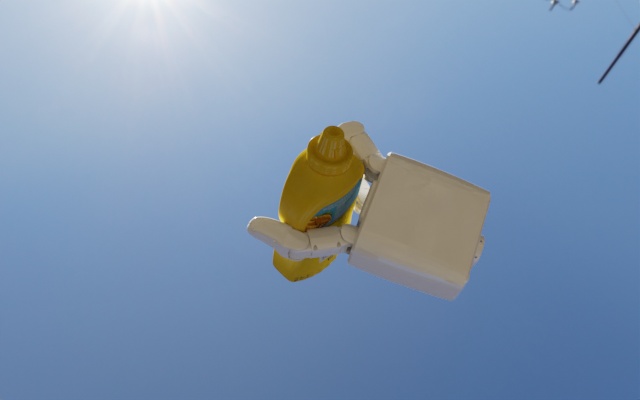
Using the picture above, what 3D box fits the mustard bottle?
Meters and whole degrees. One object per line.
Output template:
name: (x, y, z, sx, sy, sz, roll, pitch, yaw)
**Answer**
mustard bottle: (0.000, 0.002, 0.473, 0.096, 0.058, 0.192, -36, -24, -30)
